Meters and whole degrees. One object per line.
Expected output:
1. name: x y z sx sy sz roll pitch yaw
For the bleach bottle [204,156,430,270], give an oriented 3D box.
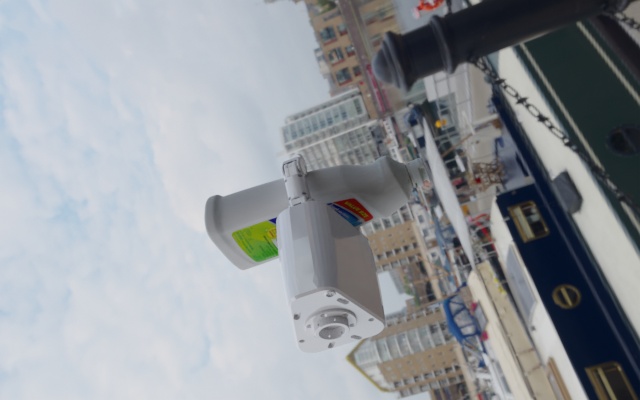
1. bleach bottle: 0.000 0.002 0.557 0.251 0.068 0.103 -20 -45 10
